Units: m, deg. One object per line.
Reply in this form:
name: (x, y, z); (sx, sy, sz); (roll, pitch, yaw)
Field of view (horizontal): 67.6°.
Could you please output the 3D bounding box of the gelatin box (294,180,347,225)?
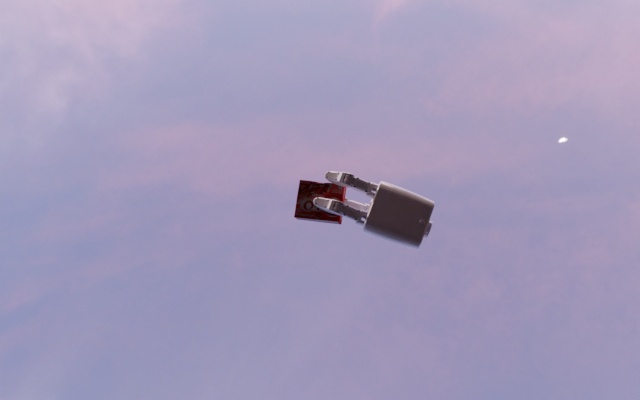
gelatin box: (0.000, 0.003, 0.895); (0.089, 0.073, 0.030); (6, -11, 11)
